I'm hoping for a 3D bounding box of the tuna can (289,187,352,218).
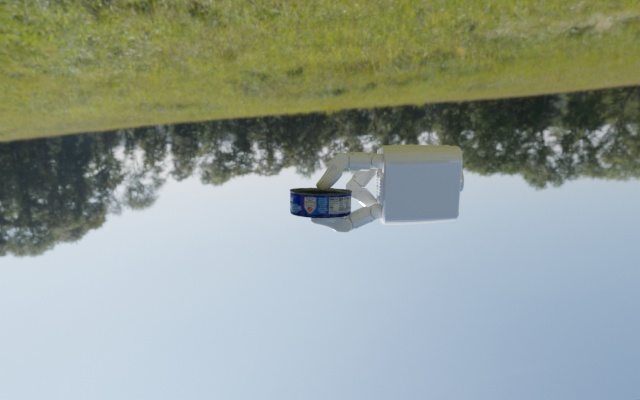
[{"bbox_3d":[0.000,0.003,0.656,0.086,0.034,0.086,1,7,0],"label":"tuna can"}]
